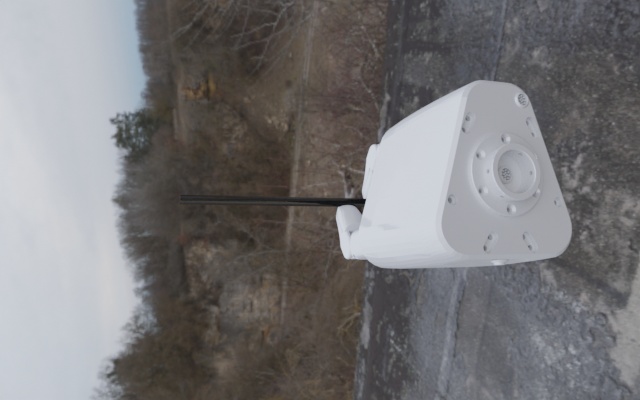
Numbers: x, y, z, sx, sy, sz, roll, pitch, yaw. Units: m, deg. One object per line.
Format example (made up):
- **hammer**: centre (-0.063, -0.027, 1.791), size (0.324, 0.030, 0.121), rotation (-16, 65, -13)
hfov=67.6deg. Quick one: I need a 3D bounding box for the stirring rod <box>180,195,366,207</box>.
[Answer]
- **stirring rod**: centre (0.000, 0.001, 0.426), size (0.239, 0.011, 0.011), rotation (1, 0, -17)
